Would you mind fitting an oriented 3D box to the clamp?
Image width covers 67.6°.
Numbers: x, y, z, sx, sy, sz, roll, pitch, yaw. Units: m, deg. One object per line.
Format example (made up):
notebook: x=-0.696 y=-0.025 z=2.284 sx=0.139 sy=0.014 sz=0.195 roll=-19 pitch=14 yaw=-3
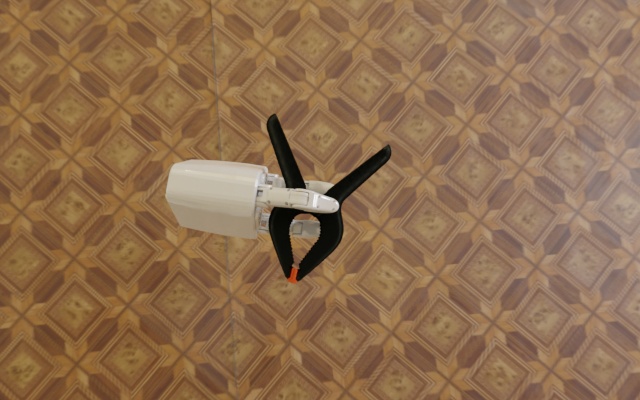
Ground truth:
clamp: x=0.000 y=0.002 z=0.603 sx=0.164 sy=0.210 sz=0.036 roll=8 pitch=-8 yaw=-2
